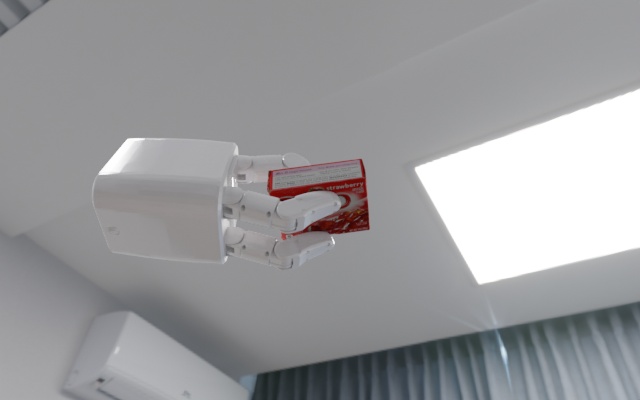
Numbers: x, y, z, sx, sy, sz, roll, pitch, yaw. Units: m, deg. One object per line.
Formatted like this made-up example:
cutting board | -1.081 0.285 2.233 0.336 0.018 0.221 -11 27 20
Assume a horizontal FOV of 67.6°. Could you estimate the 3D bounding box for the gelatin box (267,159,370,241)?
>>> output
gelatin box | 0.000 0.001 0.450 0.089 0.030 0.073 -8 -43 3
